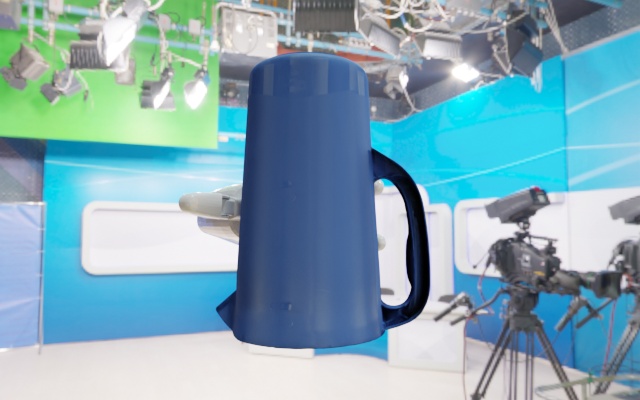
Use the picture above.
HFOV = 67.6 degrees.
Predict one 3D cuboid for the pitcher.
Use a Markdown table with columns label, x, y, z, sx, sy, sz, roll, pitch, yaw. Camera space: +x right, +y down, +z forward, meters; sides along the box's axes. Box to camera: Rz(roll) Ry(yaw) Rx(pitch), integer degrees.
| label | x | y | z | sx | sy | sz | roll | pitch | yaw |
| --- | --- | --- | --- | --- | --- | --- | --- | --- | --- |
| pitcher | 0.000 | 0.001 | 0.427 | 0.149 | 0.243 | 0.145 | 3 | -5 | -36 |
